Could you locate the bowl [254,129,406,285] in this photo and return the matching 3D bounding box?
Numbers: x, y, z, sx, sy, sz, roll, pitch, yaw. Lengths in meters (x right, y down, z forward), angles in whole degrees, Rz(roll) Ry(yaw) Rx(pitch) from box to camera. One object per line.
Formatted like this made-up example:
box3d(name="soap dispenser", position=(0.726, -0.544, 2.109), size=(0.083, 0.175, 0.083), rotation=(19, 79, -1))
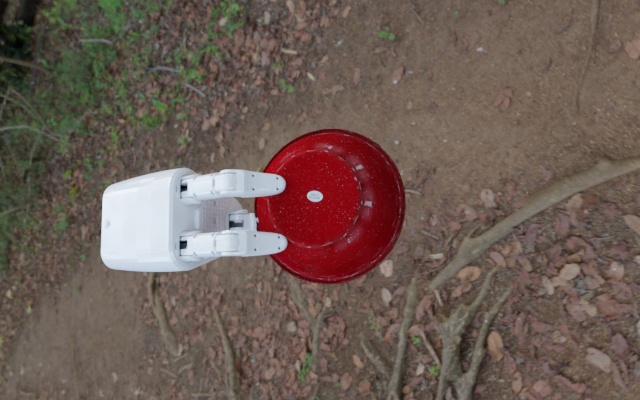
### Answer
box3d(name="bowl", position=(0.001, 0.001, 0.467), size=(0.162, 0.162, 0.055), rotation=(0, -7, 15))
